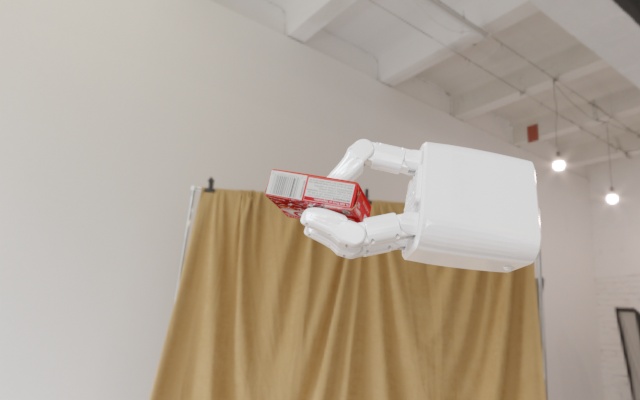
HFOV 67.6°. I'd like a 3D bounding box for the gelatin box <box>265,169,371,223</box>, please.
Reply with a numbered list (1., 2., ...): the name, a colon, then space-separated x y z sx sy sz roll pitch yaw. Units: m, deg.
1. gelatin box: 0.000 0.001 0.465 0.089 0.030 0.073 10 -15 17
